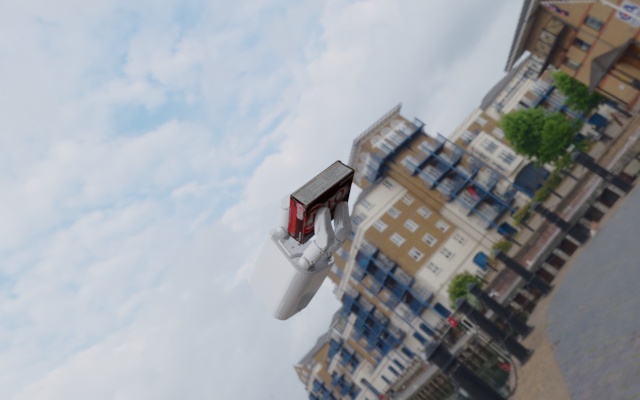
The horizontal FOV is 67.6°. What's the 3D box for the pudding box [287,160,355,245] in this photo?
[{"bbox_3d":[0.000,0.002,0.731,0.039,0.090,0.113,35,53,21],"label":"pudding box"}]
